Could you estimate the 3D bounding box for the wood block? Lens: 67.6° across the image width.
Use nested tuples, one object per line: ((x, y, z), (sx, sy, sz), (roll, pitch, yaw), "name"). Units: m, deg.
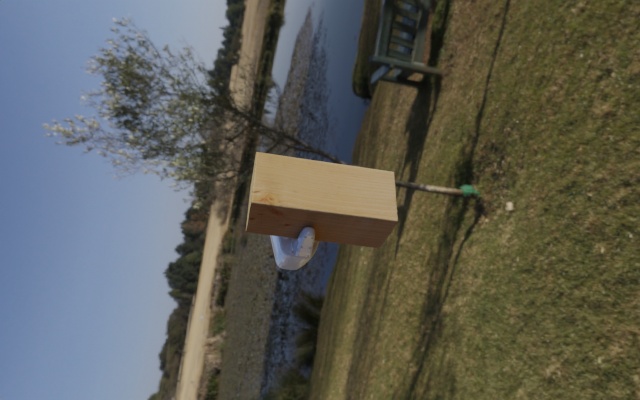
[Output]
((0.000, 0.003, 0.706), (0.206, 0.090, 0.090), (7, -32, -10), "wood block")
